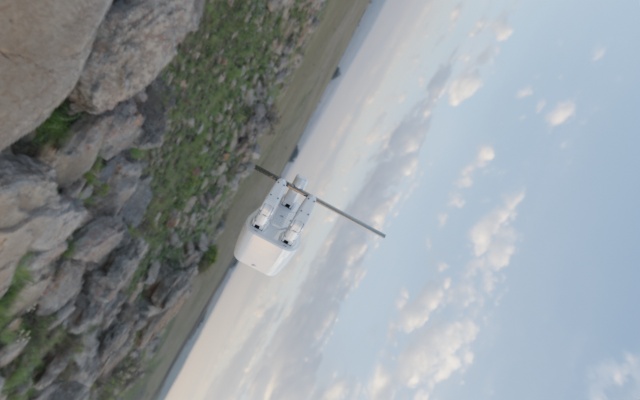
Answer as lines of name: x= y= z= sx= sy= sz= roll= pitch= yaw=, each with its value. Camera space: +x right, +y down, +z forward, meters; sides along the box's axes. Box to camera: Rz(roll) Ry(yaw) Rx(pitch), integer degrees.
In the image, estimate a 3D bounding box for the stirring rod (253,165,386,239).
stirring rod: x=0.000 y=0.002 z=0.773 sx=0.239 sy=0.011 sz=0.011 roll=28 pitch=-3 yaw=-5
